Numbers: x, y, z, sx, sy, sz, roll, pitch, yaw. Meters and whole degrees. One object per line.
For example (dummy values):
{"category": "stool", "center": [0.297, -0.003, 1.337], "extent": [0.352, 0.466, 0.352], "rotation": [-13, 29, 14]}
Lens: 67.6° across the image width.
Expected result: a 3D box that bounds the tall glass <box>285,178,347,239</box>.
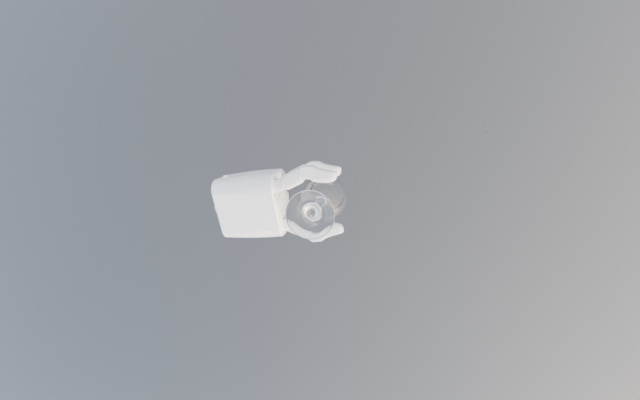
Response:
{"category": "tall glass", "center": [0.000, 0.003, 0.795], "extent": [0.079, 0.079, 0.201], "rotation": [0, 11, 10]}
